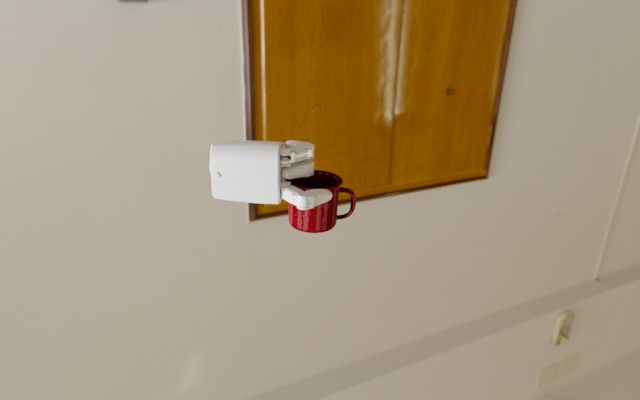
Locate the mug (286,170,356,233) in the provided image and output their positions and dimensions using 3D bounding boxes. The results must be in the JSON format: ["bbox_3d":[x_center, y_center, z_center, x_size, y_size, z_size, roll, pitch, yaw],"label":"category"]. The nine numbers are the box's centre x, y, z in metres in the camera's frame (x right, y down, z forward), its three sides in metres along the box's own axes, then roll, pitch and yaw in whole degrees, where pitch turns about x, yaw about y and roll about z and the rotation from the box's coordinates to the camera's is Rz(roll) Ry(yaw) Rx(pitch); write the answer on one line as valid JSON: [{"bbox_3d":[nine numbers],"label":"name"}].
[{"bbox_3d":[0.002,0.003,0.794,0.117,0.081,0.093,3,23,1],"label":"mug"}]
